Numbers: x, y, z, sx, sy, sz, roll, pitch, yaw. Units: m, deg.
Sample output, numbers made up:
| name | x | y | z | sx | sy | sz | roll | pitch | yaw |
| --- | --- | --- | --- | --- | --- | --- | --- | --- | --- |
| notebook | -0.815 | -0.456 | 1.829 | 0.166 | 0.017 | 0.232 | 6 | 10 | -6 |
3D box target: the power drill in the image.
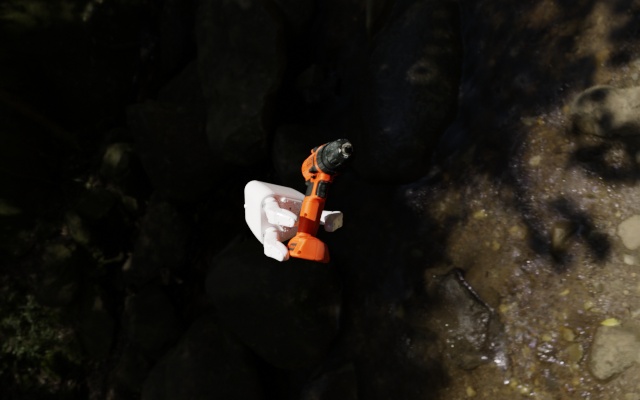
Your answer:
| name | x | y | z | sx | sy | sz | roll | pitch | yaw |
| --- | --- | --- | --- | --- | --- | --- | --- | --- | --- |
| power drill | 0.000 | 0.003 | 0.758 | 0.057 | 0.187 | 0.184 | 15 | -10 | -13 |
